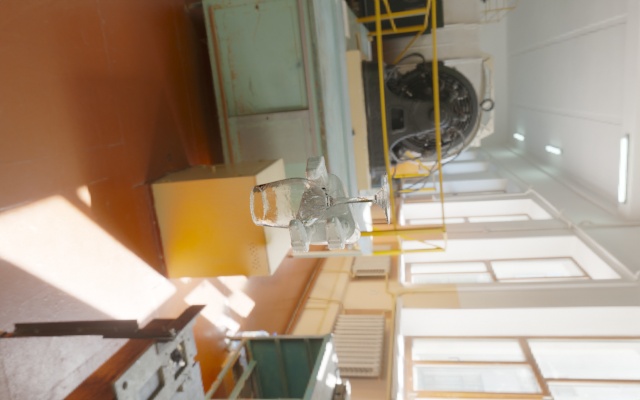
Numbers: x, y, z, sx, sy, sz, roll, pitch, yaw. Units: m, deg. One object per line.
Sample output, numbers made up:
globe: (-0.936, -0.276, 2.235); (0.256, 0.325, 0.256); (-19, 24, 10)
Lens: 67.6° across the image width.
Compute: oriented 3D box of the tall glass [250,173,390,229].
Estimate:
tall glass: (0.001, 0.002, 0.711); (0.201, 0.079, 0.079); (-3, -1, 11)
